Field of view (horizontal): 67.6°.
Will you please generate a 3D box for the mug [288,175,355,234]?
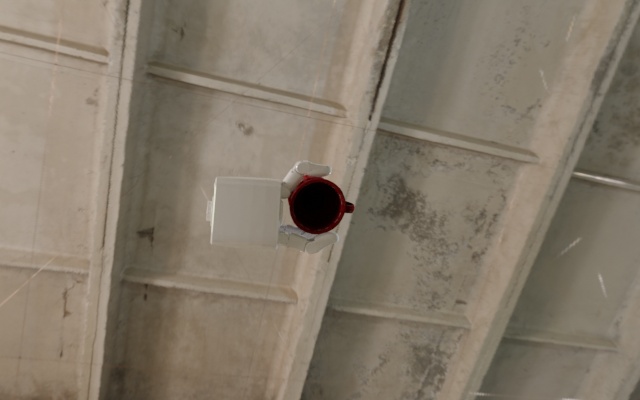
[{"bbox_3d":[0.002,0.003,0.812,0.117,0.093,0.081,6,12,-12],"label":"mug"}]
